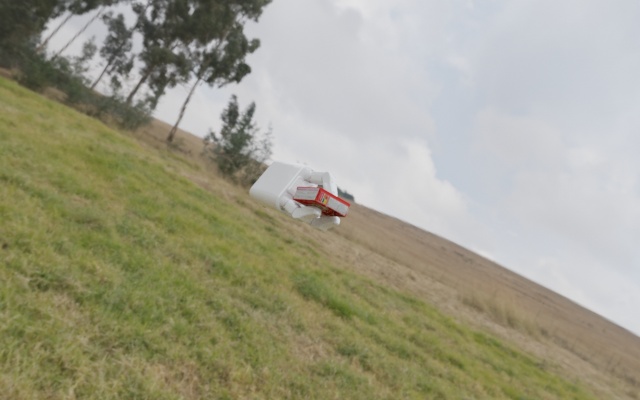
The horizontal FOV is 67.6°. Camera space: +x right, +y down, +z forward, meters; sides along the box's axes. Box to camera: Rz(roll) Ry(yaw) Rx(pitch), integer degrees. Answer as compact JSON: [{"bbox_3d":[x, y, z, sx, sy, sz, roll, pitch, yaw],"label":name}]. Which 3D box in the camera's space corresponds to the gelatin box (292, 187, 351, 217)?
[{"bbox_3d":[0.001,0.003,0.888,0.073,0.030,0.089,29,-13,-29],"label":"gelatin box"}]
